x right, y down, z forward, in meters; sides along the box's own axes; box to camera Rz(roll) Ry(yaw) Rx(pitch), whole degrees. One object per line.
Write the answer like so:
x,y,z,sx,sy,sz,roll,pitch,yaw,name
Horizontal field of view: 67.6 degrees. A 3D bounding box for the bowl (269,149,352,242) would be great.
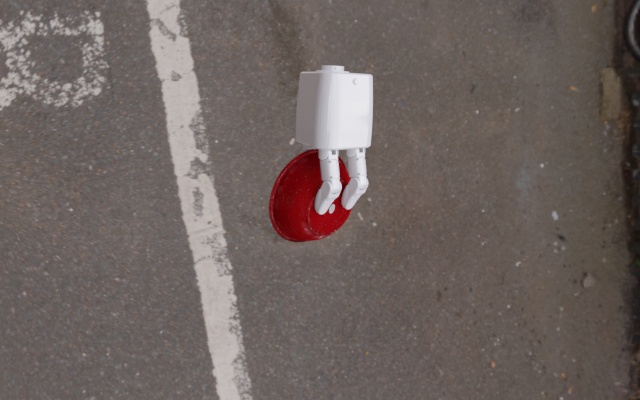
0.000,0.004,0.754,0.162,0.162,0.055,0,21,-42,bowl
